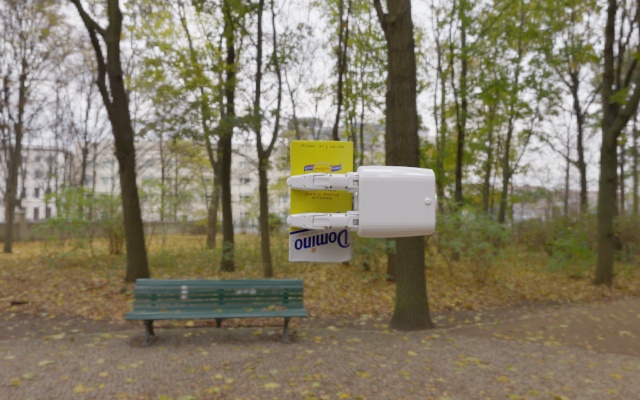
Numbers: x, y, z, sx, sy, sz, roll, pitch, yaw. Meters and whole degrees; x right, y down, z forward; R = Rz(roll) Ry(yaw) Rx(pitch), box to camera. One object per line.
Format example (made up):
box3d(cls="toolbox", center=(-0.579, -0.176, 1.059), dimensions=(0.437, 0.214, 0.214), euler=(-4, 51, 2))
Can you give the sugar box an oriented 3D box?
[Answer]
box3d(cls="sugar box", center=(0.000, 0.002, 0.703), dimensions=(0.093, 0.176, 0.048), euler=(0, -2, -3))
